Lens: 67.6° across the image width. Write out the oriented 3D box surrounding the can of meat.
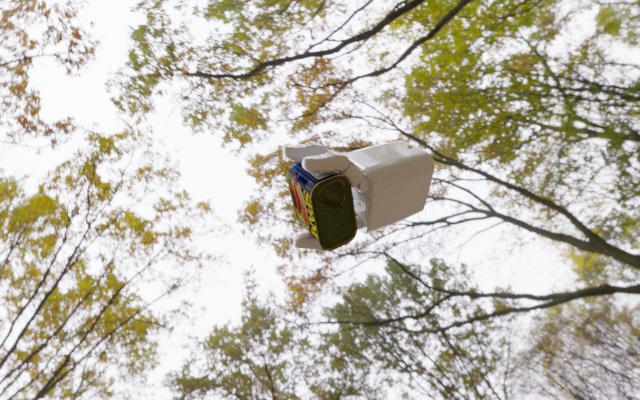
[{"bbox_3d":[0.000,0.002,0.635,0.057,0.102,0.084,-22,31,-19],"label":"can of meat"}]
